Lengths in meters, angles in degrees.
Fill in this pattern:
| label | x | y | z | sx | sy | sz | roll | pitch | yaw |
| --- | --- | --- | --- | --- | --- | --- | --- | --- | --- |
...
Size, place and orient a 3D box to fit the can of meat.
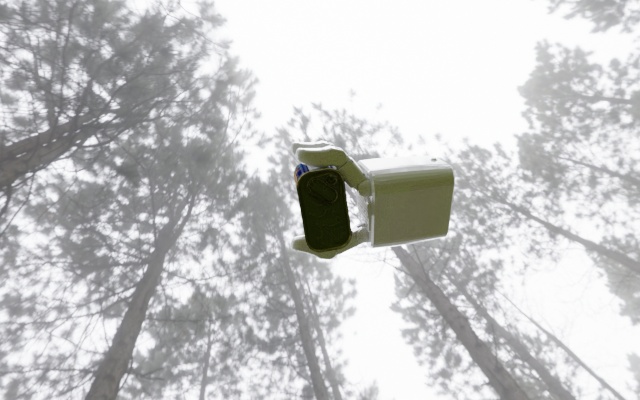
| label | x | y | z | sx | sy | sz | roll | pitch | yaw |
| --- | --- | --- | --- | --- | --- | --- | --- | --- | --- |
| can of meat | 0.000 | 0.002 | 0.604 | 0.057 | 0.102 | 0.084 | -11 | 17 | -4 |
